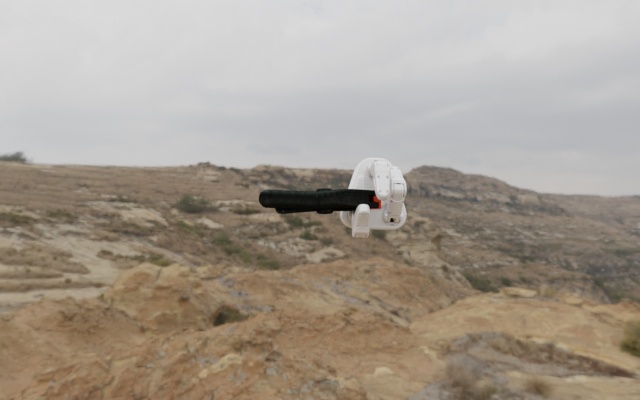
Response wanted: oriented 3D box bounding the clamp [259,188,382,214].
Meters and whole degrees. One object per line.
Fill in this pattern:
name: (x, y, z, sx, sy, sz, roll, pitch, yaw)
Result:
clamp: (0.000, 0.002, 0.698, 0.171, 0.039, 0.120, 2, -1, -2)
